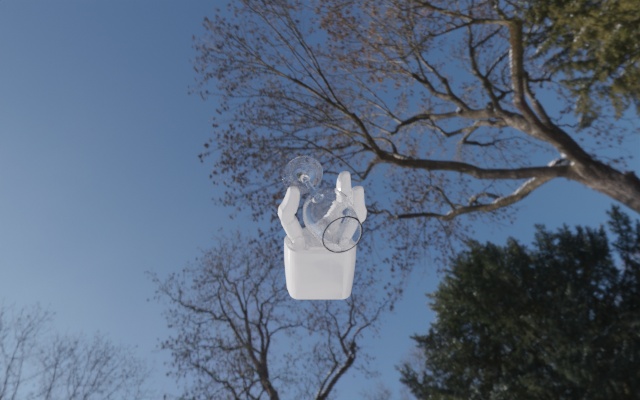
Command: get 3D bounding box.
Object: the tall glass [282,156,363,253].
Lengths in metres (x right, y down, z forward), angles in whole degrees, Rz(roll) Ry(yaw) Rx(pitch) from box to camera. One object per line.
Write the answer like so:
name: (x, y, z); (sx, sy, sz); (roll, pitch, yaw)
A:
tall glass: (0.000, 0.002, 0.757); (0.079, 0.079, 0.201); (0, 28, -21)
